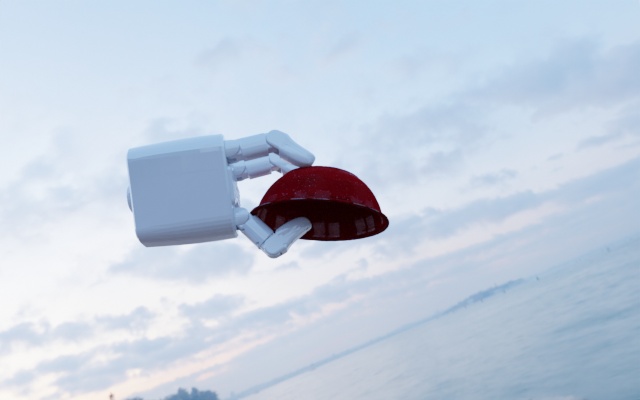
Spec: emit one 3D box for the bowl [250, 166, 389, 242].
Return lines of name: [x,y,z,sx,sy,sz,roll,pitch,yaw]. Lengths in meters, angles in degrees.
bowl: [0.001,0.002,0.561,0.162,0.055,0.162,3,-20,1]
